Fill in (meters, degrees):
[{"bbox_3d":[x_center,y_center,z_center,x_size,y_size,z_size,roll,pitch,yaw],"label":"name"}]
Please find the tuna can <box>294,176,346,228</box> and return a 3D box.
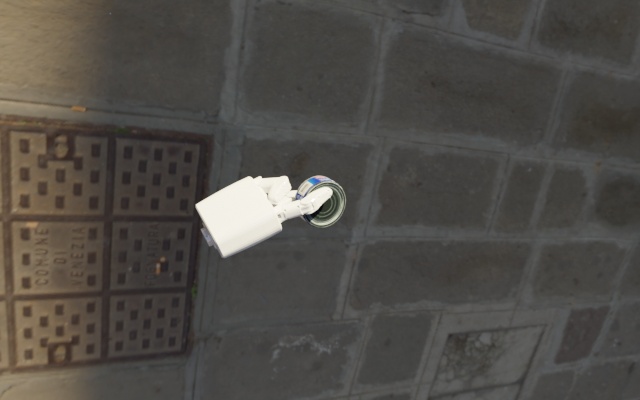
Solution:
[{"bbox_3d":[0.000,0.003,0.822,0.086,0.086,0.033,0,17,-29],"label":"tuna can"}]
